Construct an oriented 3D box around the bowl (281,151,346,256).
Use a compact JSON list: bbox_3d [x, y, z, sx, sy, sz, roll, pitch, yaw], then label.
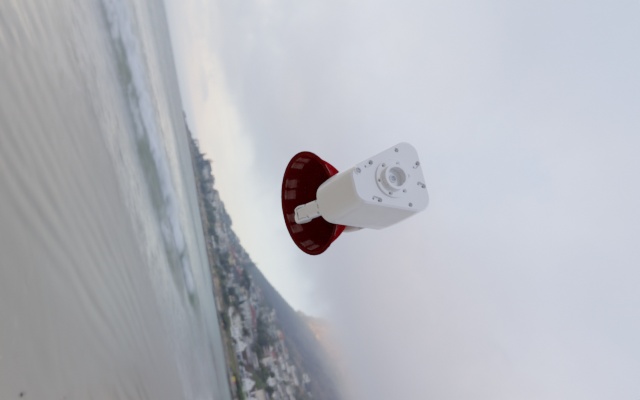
[{"bbox_3d":[0.000,0.002,0.750,0.055,0.162,0.162,-6,4,-34],"label":"bowl"}]
